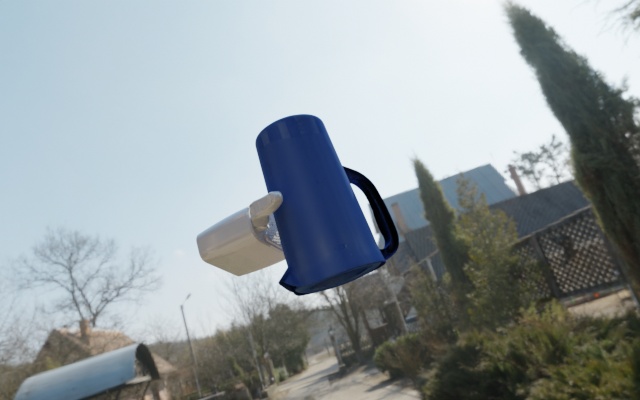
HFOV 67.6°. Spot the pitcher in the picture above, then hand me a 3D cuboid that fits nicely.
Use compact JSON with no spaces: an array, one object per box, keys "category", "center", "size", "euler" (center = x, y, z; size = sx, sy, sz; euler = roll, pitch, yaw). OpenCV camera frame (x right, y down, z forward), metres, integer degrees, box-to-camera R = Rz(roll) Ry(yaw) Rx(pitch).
[{"category":"pitcher","center":[0.000,0.002,0.685],"size":[0.145,0.242,0.149],"euler":[-26,-17,23]}]
